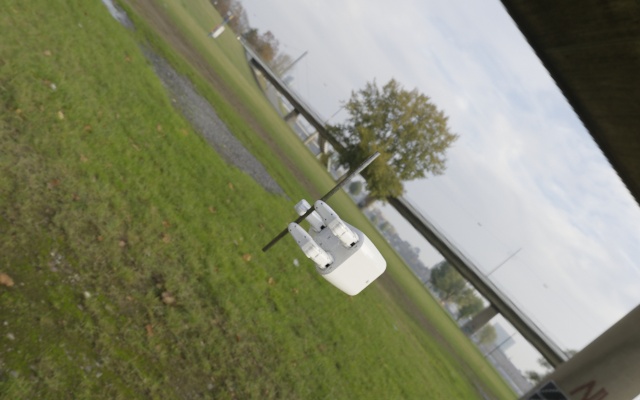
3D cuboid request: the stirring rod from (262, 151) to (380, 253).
[{"bbox_3d":[0.000,0.003,0.756,0.239,0.011,0.011,-40,-3,3],"label":"stirring rod"}]
